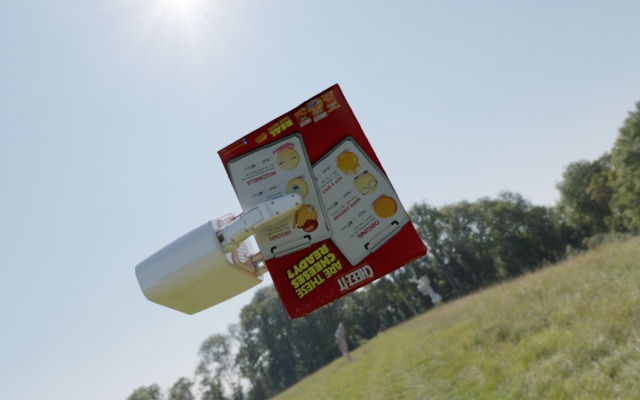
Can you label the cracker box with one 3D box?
[{"bbox_3d":[0.000,0.002,0.548,0.164,0.213,0.072,-28,-14,8],"label":"cracker box"}]
